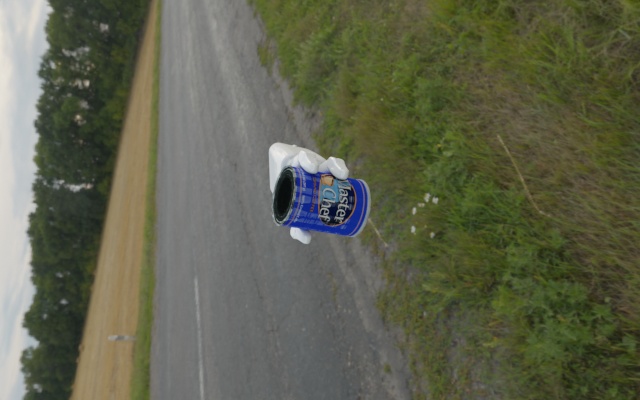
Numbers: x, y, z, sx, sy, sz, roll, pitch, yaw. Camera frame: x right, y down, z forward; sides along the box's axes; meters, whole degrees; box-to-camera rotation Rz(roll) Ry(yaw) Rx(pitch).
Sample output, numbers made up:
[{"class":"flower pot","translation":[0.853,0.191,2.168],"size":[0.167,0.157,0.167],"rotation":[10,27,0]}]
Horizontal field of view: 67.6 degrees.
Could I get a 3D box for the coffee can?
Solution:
[{"class":"coffee can","translation":[0.000,0.003,0.813],"size":[0.140,0.103,0.103],"rotation":[10,-4,-24]}]
